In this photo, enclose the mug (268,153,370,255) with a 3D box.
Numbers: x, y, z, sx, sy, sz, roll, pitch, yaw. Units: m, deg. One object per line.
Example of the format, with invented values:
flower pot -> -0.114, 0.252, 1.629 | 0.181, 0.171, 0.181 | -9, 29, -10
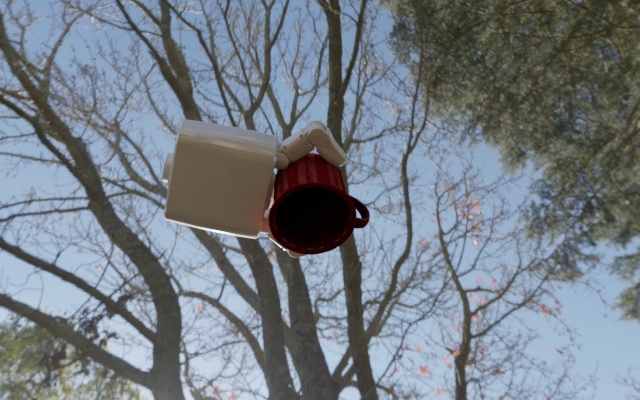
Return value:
mug -> 0.001, 0.002, 0.536 | 0.117, 0.093, 0.081 | 12, 31, -13
